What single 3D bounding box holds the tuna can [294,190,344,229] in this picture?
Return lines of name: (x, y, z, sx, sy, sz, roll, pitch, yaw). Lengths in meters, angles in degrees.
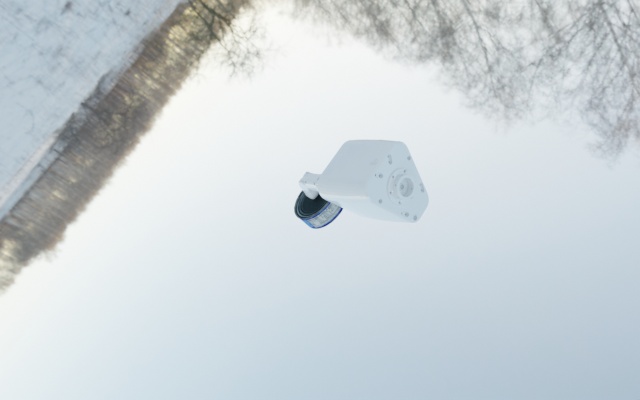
tuna can: (0.000, 0.003, 0.767, 0.086, 0.086, 0.034, 0, -35, 50)
